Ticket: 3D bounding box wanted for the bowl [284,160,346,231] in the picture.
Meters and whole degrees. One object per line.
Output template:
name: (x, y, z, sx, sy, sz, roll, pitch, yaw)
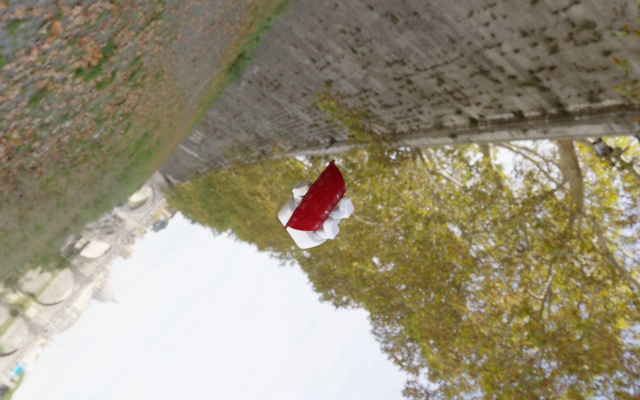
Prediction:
bowl: (0.001, 0.003, 0.898, 0.055, 0.162, 0.162, 36, 2, 2)
